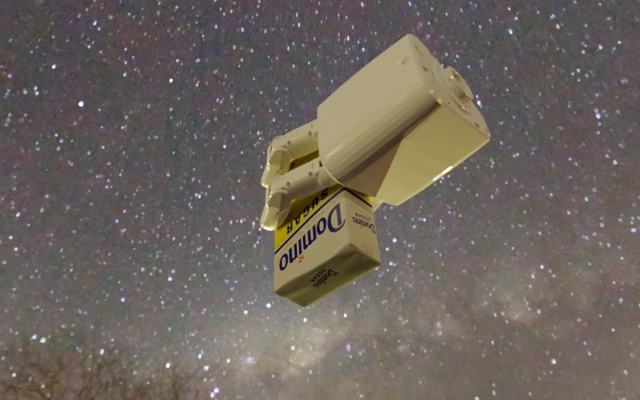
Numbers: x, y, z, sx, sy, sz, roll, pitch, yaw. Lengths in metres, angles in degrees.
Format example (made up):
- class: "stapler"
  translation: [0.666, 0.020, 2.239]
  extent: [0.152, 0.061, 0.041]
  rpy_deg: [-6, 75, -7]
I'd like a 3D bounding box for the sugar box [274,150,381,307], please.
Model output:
- class: "sugar box"
  translation: [0.000, 0.001, 0.454]
  extent: [0.093, 0.176, 0.048]
  rpy_deg: [-36, -53, 29]
